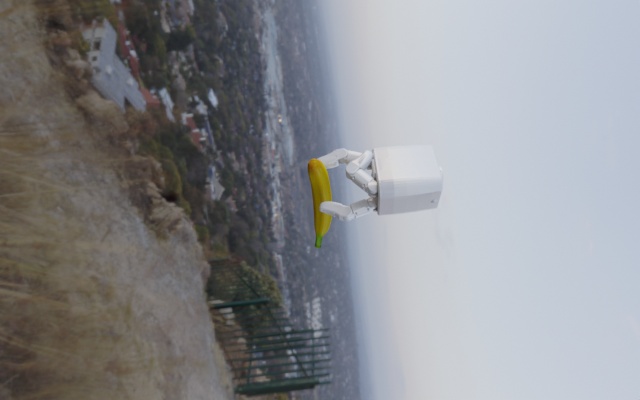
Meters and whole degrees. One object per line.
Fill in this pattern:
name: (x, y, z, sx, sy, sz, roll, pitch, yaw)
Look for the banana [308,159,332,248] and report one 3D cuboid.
banana: (0.001, -0.006, 0.870, 0.037, 0.198, 0.069, -2, 38, 4)
